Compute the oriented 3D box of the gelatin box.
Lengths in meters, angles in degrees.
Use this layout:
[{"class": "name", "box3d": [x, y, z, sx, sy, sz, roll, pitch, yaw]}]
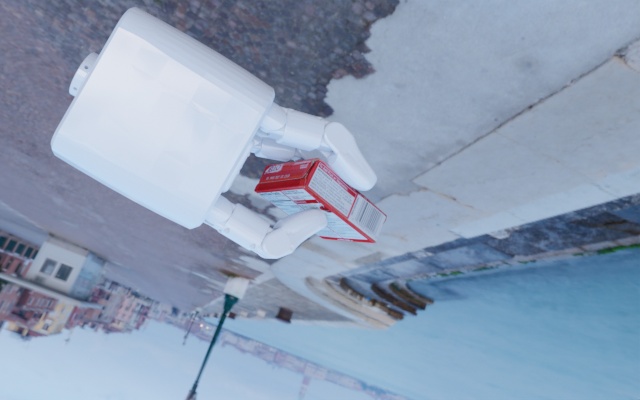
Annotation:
[{"class": "gelatin box", "box3d": [0.000, 0.002, 0.402, 0.089, 0.030, 0.073, 38, -23, -30]}]
